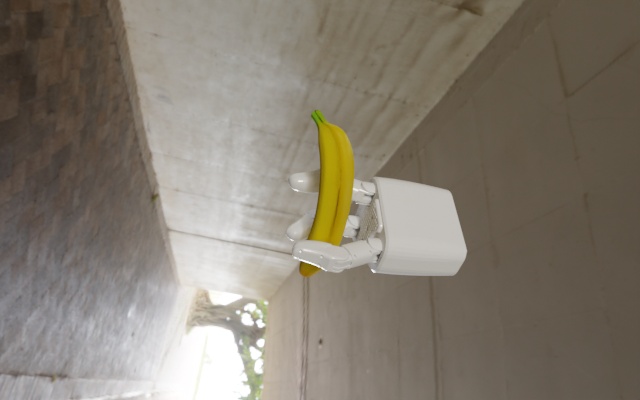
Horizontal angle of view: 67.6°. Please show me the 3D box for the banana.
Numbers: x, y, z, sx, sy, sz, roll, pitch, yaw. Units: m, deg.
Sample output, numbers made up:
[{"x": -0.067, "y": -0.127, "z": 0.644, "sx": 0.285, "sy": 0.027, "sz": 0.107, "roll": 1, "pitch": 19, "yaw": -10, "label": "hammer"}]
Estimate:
[{"x": 0.007, "y": 0.003, "z": 0.530, "sx": 0.037, "sy": 0.198, "sz": 0.069, "roll": 1, "pitch": 15, "yaw": -23, "label": "banana"}]
